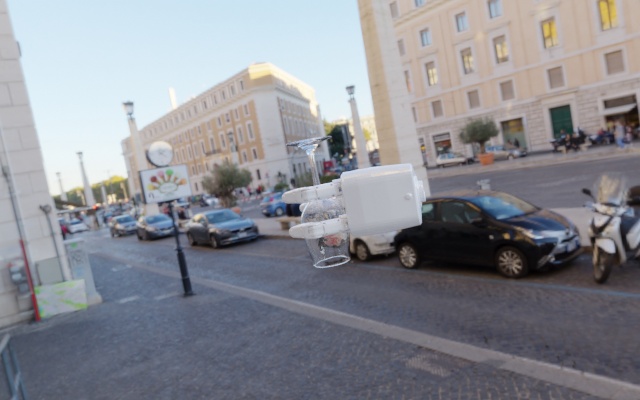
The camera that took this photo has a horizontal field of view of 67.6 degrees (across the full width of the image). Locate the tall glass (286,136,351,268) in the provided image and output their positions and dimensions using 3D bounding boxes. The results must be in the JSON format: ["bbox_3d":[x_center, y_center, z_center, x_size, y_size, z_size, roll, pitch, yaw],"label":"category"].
[{"bbox_3d":[0.000,0.002,0.765,0.079,0.201,0.079,-11,4,1],"label":"tall glass"}]
